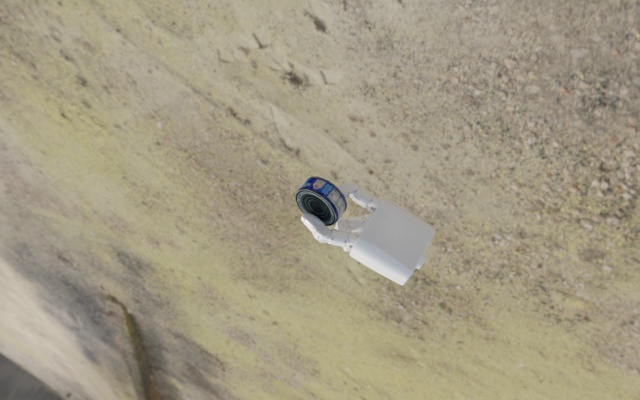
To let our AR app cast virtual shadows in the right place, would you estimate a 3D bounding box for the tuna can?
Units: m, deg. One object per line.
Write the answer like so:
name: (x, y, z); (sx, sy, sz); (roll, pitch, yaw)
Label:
tuna can: (0.000, 0.003, 0.807); (0.086, 0.086, 0.033); (0, 40, 46)
